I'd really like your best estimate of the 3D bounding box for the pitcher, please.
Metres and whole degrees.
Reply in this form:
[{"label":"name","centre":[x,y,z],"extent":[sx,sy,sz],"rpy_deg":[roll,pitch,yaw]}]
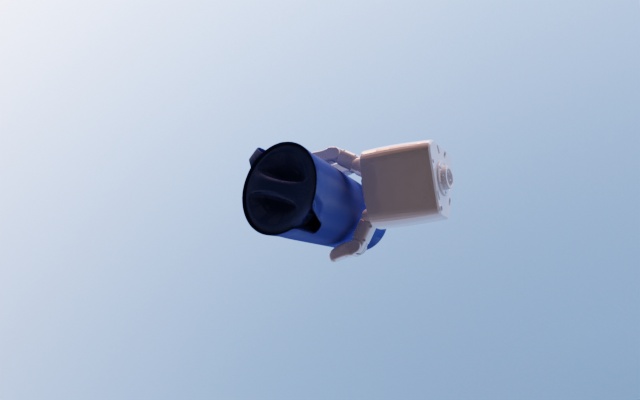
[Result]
[{"label":"pitcher","centre":[0.000,0.002,0.746],"extent":[0.145,0.149,0.243],"rpy_deg":[-9,-19,33]}]
